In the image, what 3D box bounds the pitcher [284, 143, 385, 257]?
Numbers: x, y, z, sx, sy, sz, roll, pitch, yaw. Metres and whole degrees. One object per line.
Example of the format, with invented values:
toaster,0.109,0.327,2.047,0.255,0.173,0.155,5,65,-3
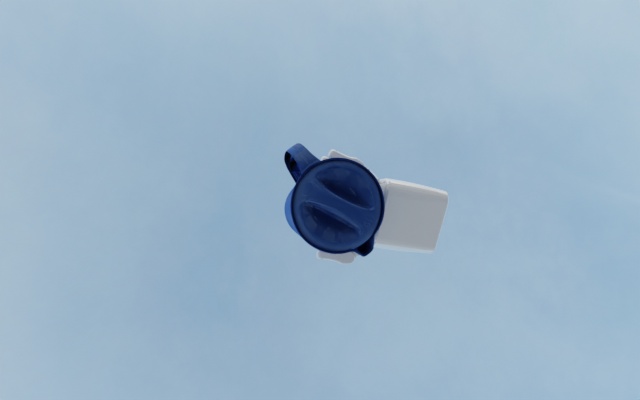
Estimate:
pitcher,0.000,0.003,0.767,0.145,0.149,0.243,9,-4,-10
